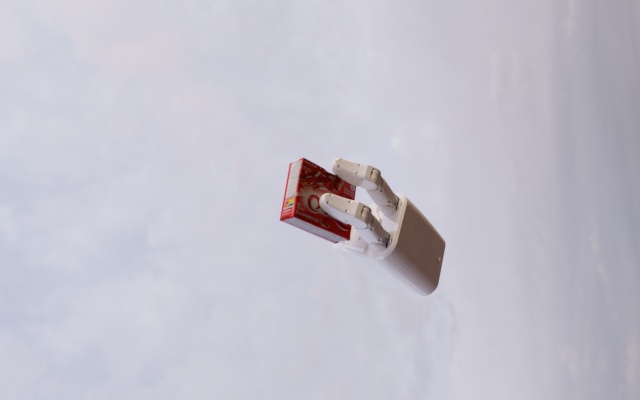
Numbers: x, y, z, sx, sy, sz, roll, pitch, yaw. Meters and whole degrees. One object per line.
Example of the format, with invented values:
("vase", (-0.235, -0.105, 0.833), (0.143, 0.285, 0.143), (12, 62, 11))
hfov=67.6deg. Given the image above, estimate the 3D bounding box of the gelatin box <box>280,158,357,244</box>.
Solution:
("gelatin box", (0.000, 0.002, 0.555), (0.089, 0.073, 0.030), (25, -28, -34))
